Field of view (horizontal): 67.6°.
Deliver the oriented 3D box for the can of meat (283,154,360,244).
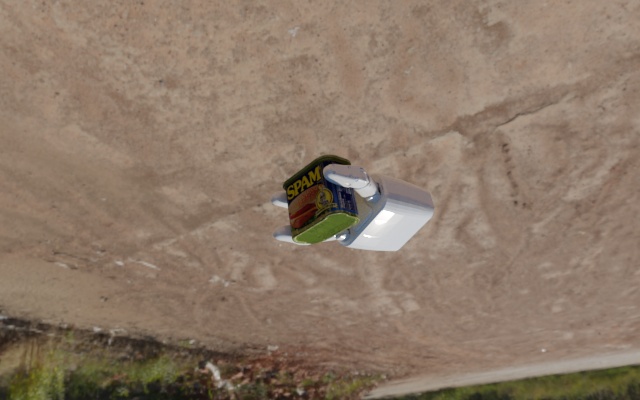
[{"bbox_3d":[0.000,0.002,0.629,0.057,0.084,0.102,14,-34,-40],"label":"can of meat"}]
